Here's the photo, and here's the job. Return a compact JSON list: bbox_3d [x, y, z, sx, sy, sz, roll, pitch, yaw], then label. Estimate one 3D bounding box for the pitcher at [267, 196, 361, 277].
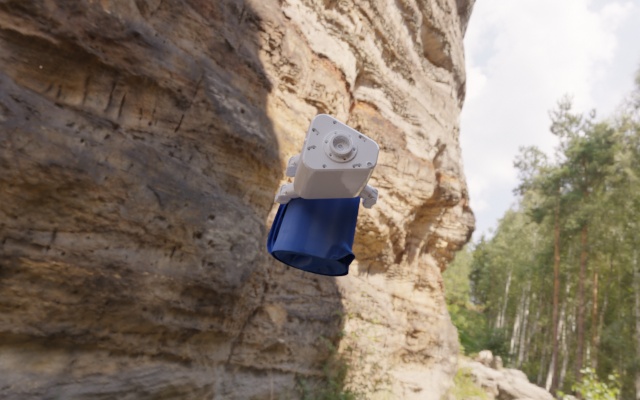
[{"bbox_3d":[0.000,0.003,0.839,0.149,0.242,0.145,15,-21,-2],"label":"pitcher"}]
